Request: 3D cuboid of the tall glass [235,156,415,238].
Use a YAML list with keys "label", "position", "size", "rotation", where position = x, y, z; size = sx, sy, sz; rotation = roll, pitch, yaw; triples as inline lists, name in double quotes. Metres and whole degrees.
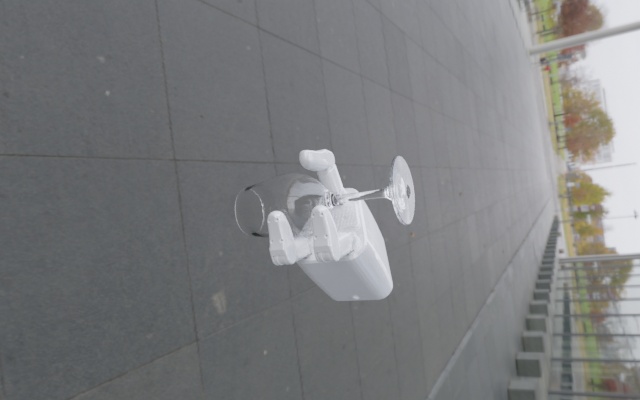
- label: "tall glass"
  position: [0.001, 0.002, 0.547]
  size: [0.201, 0.079, 0.079]
  rotation: [-8, -4, 27]
